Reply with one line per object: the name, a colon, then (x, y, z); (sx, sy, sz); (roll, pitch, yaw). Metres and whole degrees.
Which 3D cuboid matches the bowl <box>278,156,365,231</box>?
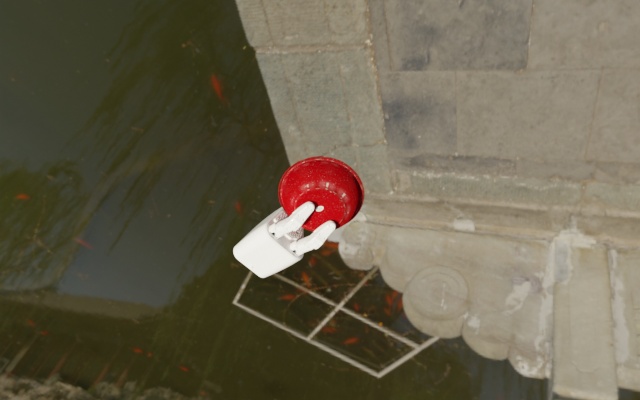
bowl: (0.001, 0.002, 0.871); (0.162, 0.162, 0.055); (0, 32, 3)
